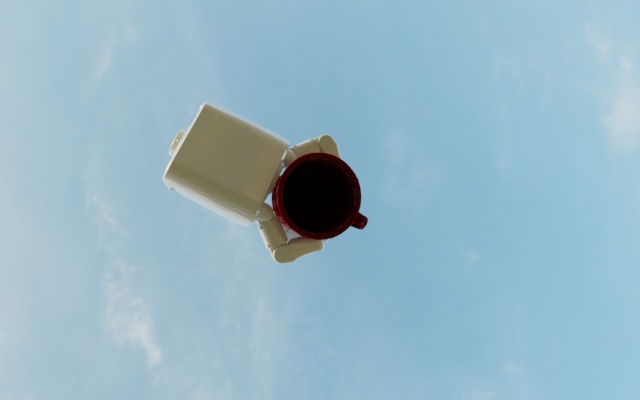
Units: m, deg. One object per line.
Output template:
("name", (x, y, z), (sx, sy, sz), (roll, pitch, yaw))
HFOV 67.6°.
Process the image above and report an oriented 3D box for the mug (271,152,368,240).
("mug", (0.001, 0.002, 0.545), (0.117, 0.093, 0.081), (25, -8, -13))
